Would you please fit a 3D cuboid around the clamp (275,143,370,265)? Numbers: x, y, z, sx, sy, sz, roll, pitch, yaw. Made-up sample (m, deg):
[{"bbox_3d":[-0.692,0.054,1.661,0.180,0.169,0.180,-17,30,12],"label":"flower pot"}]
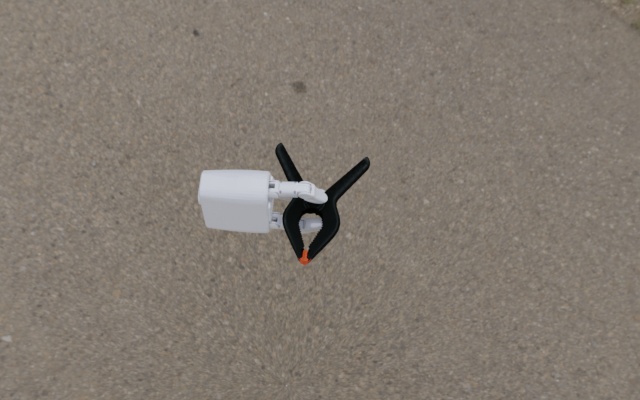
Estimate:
[{"bbox_3d":[0.000,0.003,0.792,0.164,0.210,0.036,3,-21,0],"label":"clamp"}]
